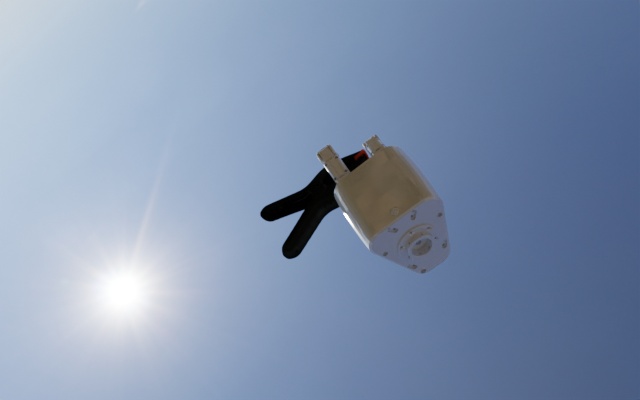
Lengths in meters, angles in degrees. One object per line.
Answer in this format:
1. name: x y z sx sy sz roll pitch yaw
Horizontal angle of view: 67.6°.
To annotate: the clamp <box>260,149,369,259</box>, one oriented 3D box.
1. clamp: 0.001 0.002 0.620 0.039 0.171 0.120 47 10 -39
